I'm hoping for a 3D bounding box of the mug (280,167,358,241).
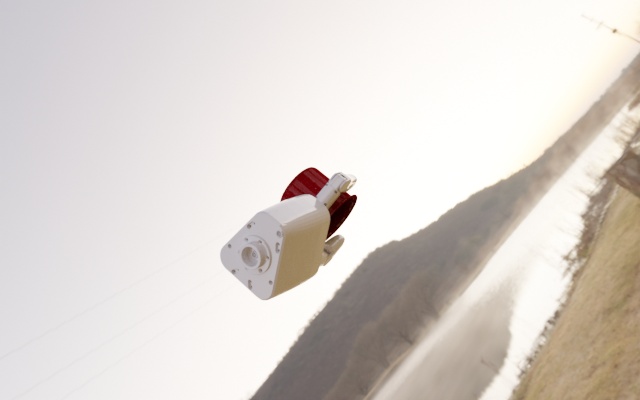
[{"bbox_3d":[0.001,0.002,0.716,0.081,0.093,0.117,39,25,17],"label":"mug"}]
